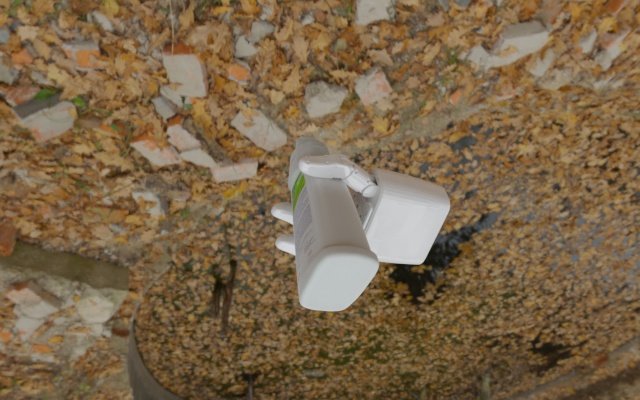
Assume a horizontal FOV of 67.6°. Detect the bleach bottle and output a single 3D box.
[{"bbox_3d":[0.000,0.002,0.579,0.068,0.250,0.103,10,-48,-21],"label":"bleach bottle"}]
